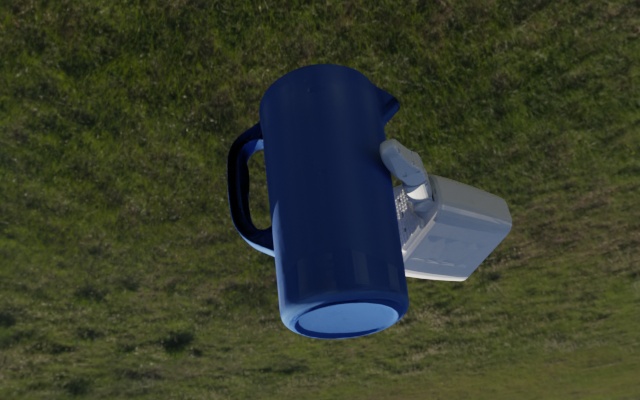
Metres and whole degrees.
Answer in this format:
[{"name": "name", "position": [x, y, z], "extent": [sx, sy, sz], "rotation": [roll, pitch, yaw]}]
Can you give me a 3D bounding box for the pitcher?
[{"name": "pitcher", "position": [0.000, 0.002, 0.459], "extent": [0.145, 0.242, 0.149], "rotation": [14, -38, -28]}]
